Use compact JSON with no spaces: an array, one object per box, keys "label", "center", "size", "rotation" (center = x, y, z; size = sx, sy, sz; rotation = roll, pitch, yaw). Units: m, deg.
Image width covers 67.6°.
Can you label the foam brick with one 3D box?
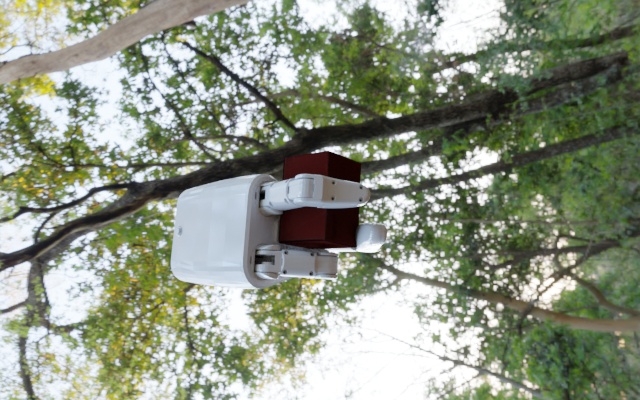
[{"label":"foam brick","center":[0.000,0.001,0.421],"size":[0.051,0.078,0.053],"rotation":[-5,-14,37]}]
